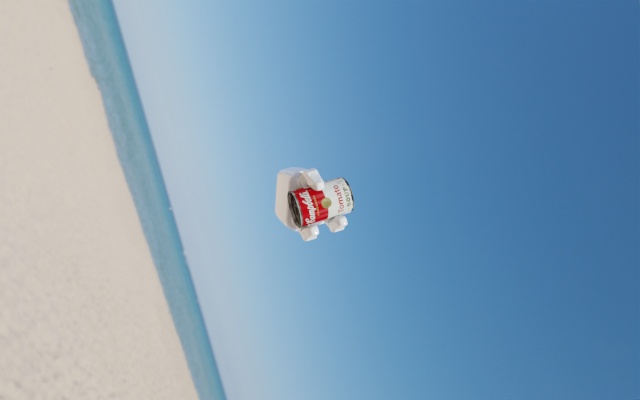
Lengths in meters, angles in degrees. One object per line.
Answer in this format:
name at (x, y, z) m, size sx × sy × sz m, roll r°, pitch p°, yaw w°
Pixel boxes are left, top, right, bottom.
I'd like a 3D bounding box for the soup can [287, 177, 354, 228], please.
soup can at (0.001, 0.003, 0.849) m, size 0.102 × 0.068 × 0.068 m, roll -16°, pitch 5°, yaw -17°
